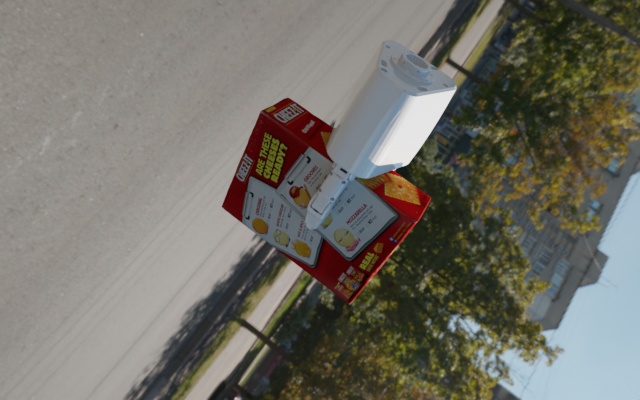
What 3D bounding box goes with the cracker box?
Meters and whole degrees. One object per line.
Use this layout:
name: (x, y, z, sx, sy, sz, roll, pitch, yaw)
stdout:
cracker box: (0.000, 0.002, 0.593, 0.213, 0.164, 0.072, 36, 38, 7)
